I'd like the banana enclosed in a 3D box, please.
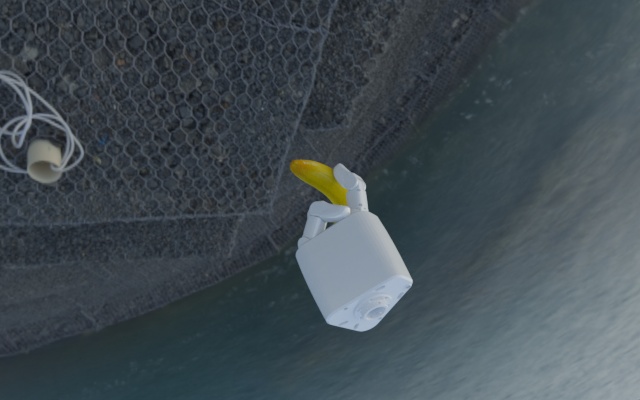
[{"bbox_3d":[0.018,-0.004,0.716,0.069,0.037,0.198,-27,-40,0],"label":"banana"}]
